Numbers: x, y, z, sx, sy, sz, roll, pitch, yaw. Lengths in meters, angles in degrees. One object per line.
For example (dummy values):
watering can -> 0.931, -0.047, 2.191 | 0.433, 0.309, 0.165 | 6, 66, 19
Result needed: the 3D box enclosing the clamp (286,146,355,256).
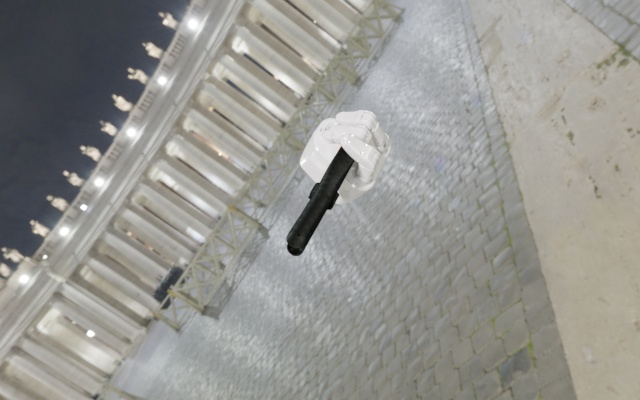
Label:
clamp -> 0.000, 0.002, 0.640 | 0.039, 0.171, 0.120 | 34, -20, -2
